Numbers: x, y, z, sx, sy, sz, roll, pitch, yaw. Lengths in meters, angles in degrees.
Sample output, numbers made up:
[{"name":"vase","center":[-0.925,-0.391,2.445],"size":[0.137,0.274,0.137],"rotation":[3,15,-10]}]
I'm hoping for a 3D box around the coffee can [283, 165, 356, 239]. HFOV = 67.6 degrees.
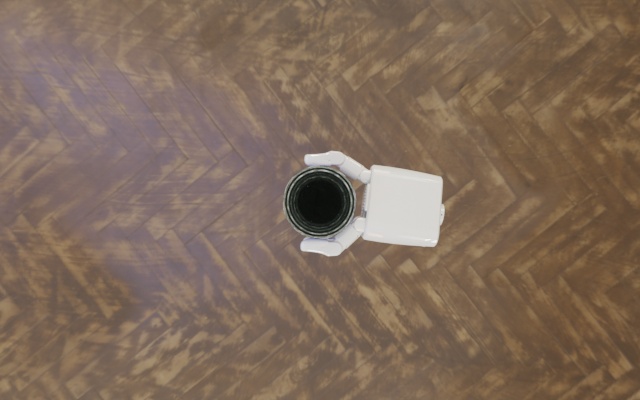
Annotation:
[{"name":"coffee can","center":[0.000,0.002,0.729],"size":[0.103,0.103,0.140],"rotation":[0,0,1]}]
